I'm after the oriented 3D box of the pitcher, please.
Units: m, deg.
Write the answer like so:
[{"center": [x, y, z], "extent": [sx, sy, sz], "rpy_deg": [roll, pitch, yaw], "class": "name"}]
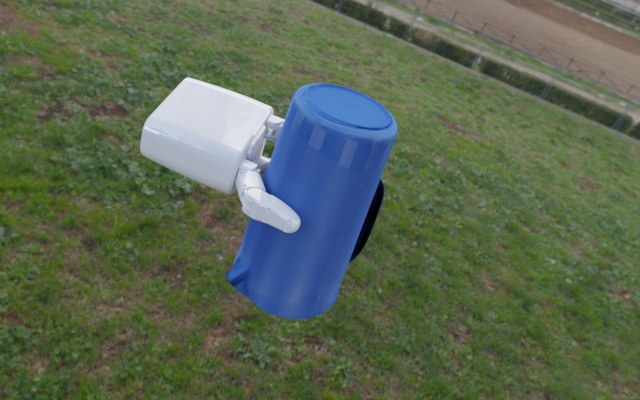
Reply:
[{"center": [0.000, 0.002, 0.531], "extent": [0.145, 0.243, 0.149], "rpy_deg": [22, 33, 2], "class": "pitcher"}]
